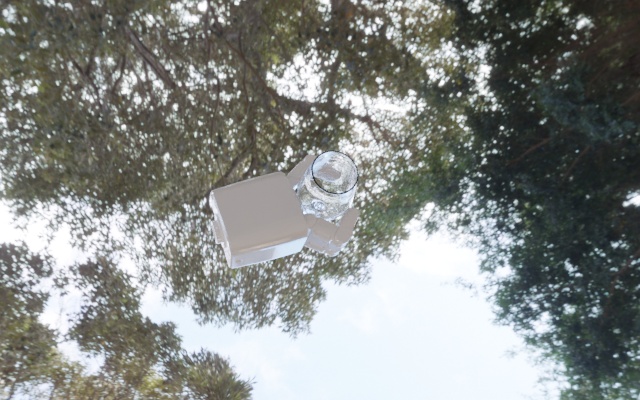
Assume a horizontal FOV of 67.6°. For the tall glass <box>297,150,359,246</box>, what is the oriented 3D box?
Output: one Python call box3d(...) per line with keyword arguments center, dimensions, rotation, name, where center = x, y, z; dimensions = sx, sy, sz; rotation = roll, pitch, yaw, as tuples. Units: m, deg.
box3d(center=(0.000, 0.002, 0.691), dimensions=(0.079, 0.079, 0.201), rotation=(0, -23, -12), name="tall glass")
